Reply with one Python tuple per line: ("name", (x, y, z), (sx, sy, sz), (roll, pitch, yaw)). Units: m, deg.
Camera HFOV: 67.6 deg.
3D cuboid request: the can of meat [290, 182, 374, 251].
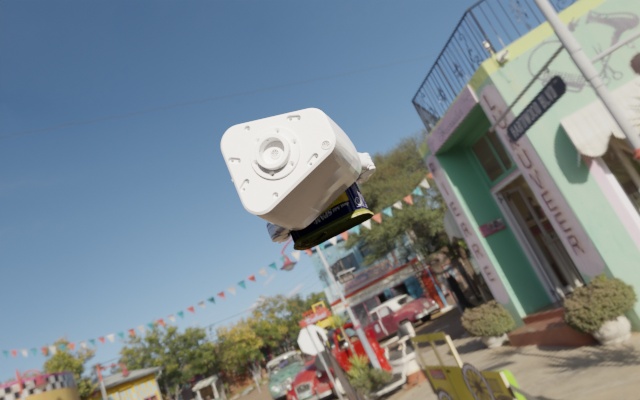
("can of meat", (0.000, 0.002, 0.583), (0.102, 0.084, 0.057), (-28, -15, 14))
